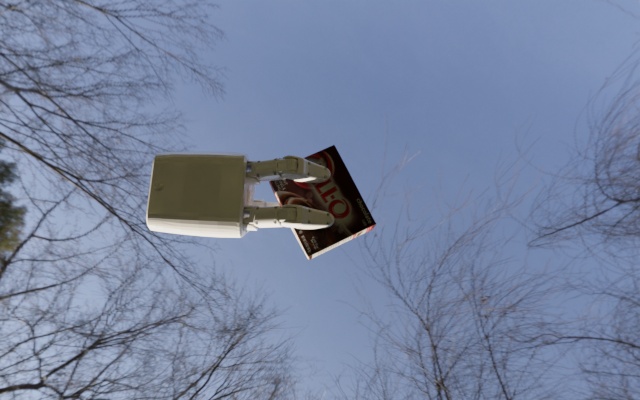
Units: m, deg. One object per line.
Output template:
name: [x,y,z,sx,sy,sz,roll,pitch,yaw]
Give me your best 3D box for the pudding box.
pudding box: [0.000,0.002,0.570,0.090,0.113,0.039,-25,-11,-9]
